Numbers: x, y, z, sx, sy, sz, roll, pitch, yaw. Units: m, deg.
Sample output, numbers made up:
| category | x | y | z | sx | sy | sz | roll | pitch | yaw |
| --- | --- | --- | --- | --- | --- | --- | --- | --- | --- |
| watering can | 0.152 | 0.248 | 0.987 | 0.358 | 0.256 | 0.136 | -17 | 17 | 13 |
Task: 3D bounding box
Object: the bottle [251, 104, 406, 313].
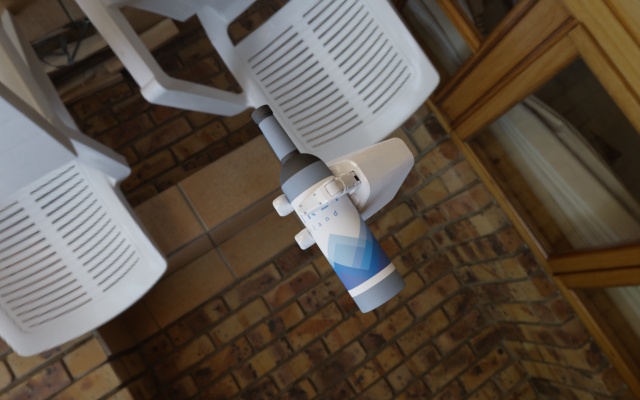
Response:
| category | x | y | z | sx | sy | sz | roll | pitch | yaw |
| --- | --- | --- | --- | --- | --- | --- | --- | --- | --- |
| bottle | 0.000 | 0.002 | 0.620 | 0.069 | 0.295 | 0.069 | -33 | -6 | -4 |
